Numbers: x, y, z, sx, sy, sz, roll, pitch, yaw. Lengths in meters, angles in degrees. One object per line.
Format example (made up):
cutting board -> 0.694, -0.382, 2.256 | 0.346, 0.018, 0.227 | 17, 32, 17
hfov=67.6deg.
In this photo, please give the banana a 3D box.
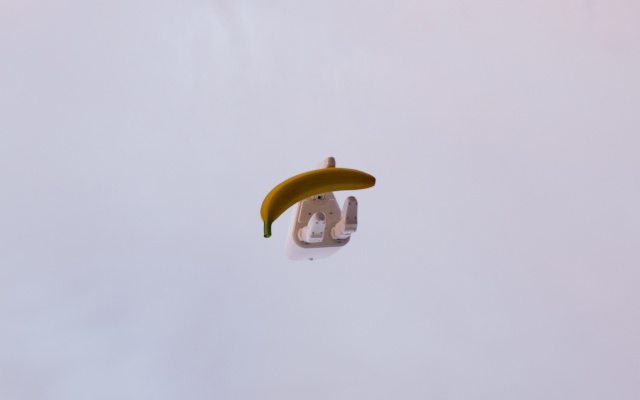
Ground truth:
banana -> -0.012, -0.012, 0.694 | 0.198, 0.069, 0.037 | -27, -15, -24
